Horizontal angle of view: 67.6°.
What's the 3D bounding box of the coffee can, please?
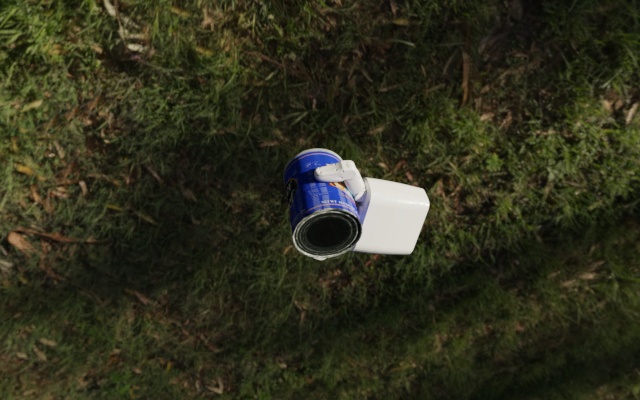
[{"bbox_3d":[0.000,0.002,0.733,0.103,0.103,0.140,0,43,-12],"label":"coffee can"}]
